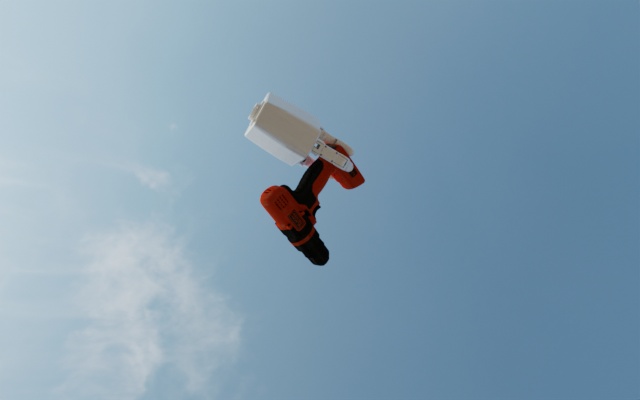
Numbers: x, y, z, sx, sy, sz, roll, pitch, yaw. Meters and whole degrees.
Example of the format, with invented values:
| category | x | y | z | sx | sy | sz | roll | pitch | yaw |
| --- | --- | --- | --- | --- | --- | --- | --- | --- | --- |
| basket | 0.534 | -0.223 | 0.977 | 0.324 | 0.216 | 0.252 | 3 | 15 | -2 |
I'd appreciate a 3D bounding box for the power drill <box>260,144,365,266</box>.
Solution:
| category | x | y | z | sx | sy | sz | roll | pitch | yaw |
| --- | --- | --- | --- | --- | --- | --- | --- | --- | --- |
| power drill | 0.000 | 0.002 | 0.875 | 0.057 | 0.184 | 0.187 | 7 | 50 | 51 |
